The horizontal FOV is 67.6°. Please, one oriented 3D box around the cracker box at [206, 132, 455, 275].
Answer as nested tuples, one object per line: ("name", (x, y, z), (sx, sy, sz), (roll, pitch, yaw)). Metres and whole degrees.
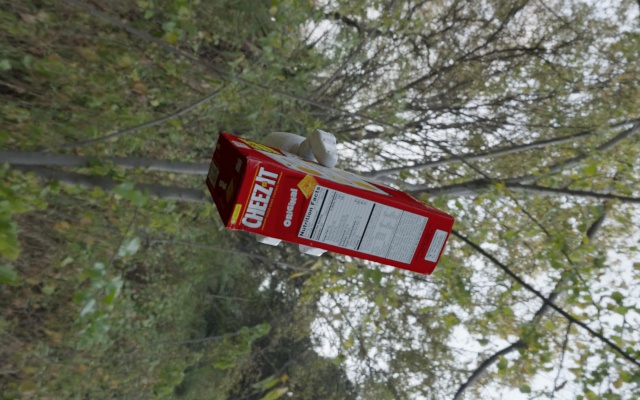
("cracker box", (0.000, 0.001, 0.494), (0.214, 0.072, 0.164), (15, 9, -22))
